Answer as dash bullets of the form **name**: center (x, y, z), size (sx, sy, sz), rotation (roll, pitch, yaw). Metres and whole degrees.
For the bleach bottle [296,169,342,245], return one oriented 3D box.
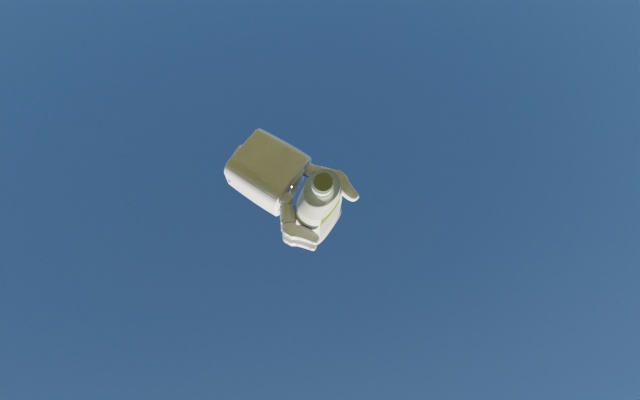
- **bleach bottle**: center (0.000, 0.003, 0.779), size (0.068, 0.102, 0.251), rotation (32, -16, 5)
